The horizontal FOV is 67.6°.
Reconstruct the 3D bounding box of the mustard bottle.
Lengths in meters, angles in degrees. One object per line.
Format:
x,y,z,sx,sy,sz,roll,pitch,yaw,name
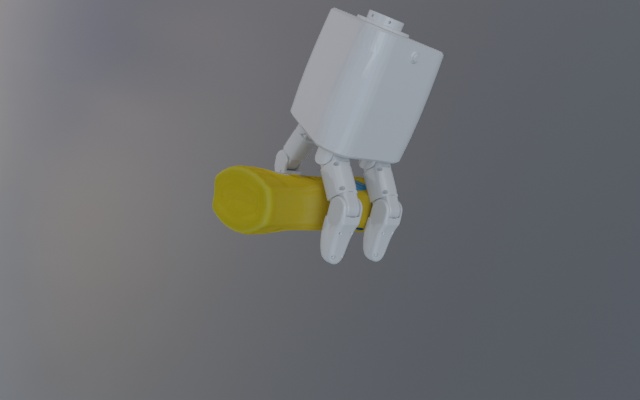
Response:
0.000,0.002,0.467,0.191,0.058,0.096,2,5,-41,mustard bottle
